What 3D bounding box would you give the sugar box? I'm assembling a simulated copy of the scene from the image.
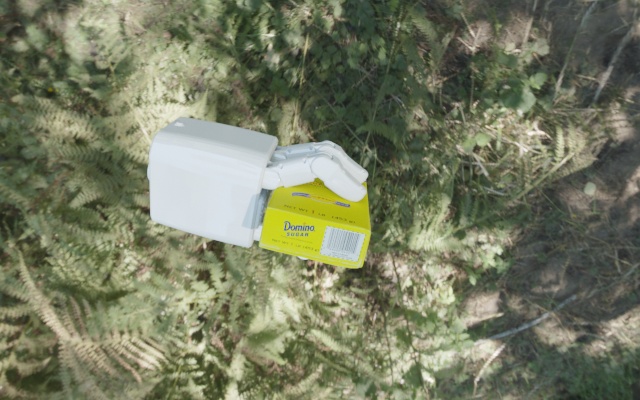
[{"bbox_3d":[0.000,0.001,0.485,0.093,0.048,0.176,14,23,-2],"label":"sugar box"}]
